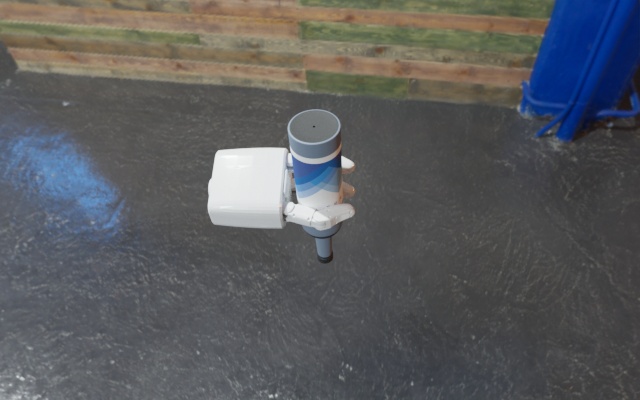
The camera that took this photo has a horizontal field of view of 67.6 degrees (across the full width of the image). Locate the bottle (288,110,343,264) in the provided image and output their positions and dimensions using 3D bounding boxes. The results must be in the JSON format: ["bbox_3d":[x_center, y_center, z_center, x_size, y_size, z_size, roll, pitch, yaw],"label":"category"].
[{"bbox_3d":[0.000,0.002,0.707,0.069,0.069,0.296,0,-40,4],"label":"bottle"}]
